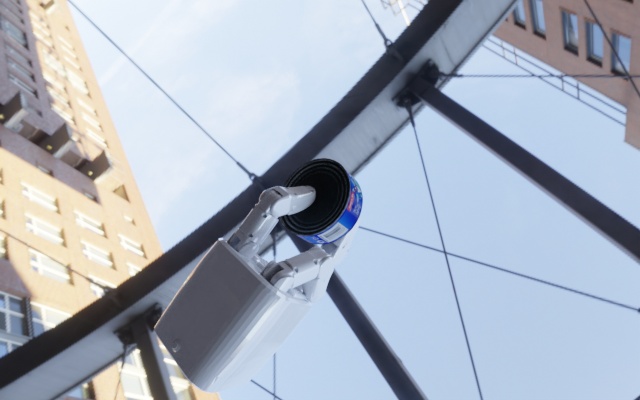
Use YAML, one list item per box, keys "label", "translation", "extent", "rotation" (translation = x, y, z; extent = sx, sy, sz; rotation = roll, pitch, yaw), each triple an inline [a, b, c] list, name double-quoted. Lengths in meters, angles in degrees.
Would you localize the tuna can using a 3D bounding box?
- label: "tuna can"
  translation: [0.000, 0.002, 0.495]
  extent: [0.086, 0.086, 0.034]
  rotation: [0, -23, 34]
